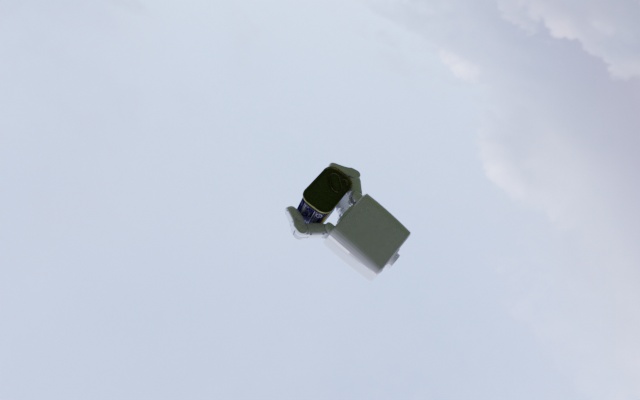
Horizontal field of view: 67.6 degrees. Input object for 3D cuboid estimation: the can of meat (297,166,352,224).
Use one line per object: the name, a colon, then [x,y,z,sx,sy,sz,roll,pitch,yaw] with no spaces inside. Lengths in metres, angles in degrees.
can of meat: [0.000,0.003,0.835,0.102,0.057,0.084,-49,-7,-39]
